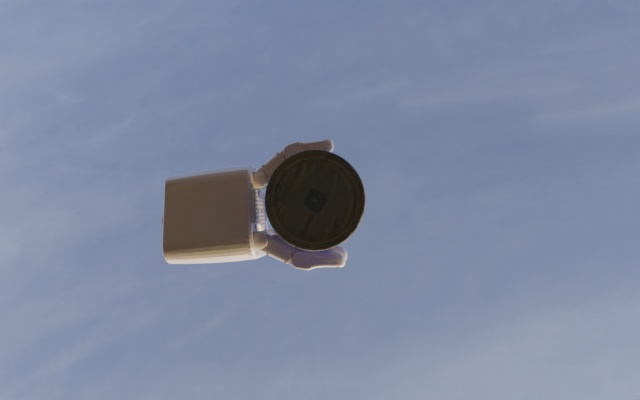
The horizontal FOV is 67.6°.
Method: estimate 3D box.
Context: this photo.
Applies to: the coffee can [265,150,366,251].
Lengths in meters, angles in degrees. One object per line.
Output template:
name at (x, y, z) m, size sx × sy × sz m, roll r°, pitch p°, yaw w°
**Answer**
coffee can at (0.000, 0.002, 0.549) m, size 0.103 × 0.103 × 0.140 m, roll 0°, pitch -2°, yaw 5°
